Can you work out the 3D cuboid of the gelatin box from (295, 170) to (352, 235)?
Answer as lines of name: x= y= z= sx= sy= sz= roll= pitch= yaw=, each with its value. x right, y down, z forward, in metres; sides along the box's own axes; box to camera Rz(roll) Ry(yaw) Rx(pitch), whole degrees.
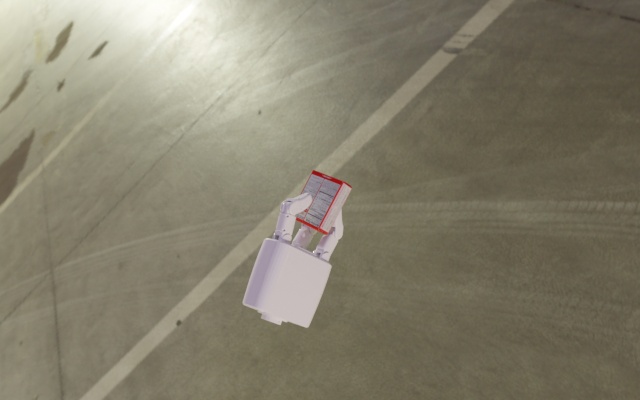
gelatin box: x=0.000 y=0.002 z=0.776 sx=0.073 sy=0.089 sz=0.030 roll=23 pitch=-5 yaw=43
